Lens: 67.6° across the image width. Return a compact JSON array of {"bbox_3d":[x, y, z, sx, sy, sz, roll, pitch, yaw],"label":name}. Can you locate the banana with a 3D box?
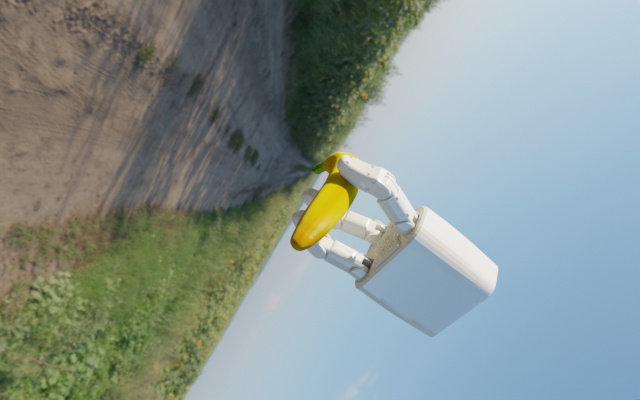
[{"bbox_3d":[0.014,-0.011,0.506,0.070,0.037,0.197,-41,13,21],"label":"banana"}]
